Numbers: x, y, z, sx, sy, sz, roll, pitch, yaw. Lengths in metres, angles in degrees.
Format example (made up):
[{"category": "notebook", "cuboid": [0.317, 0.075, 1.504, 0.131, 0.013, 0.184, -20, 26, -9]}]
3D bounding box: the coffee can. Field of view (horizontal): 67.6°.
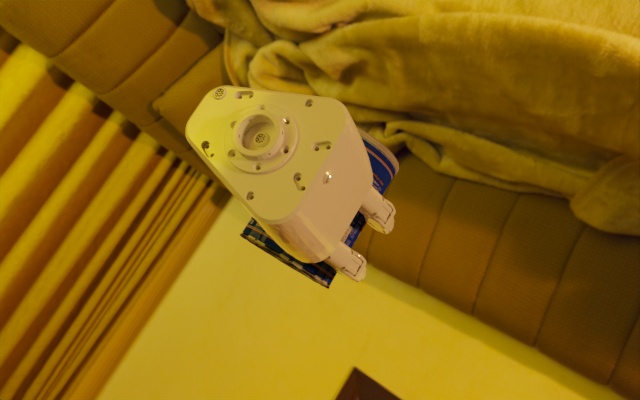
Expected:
[{"category": "coffee can", "cuboid": [0.000, 0.001, 0.478, 0.103, 0.140, 0.103, 30, -10, 6]}]
